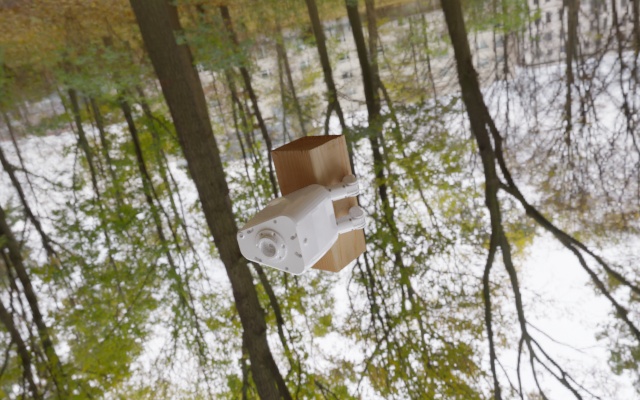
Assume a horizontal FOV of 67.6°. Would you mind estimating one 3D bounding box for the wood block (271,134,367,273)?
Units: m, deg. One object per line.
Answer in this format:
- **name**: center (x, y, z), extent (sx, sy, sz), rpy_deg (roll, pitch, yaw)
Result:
- **wood block**: center (0.000, 0.003, 0.790), extent (0.091, 0.206, 0.090), rpy_deg (4, 24, 40)
